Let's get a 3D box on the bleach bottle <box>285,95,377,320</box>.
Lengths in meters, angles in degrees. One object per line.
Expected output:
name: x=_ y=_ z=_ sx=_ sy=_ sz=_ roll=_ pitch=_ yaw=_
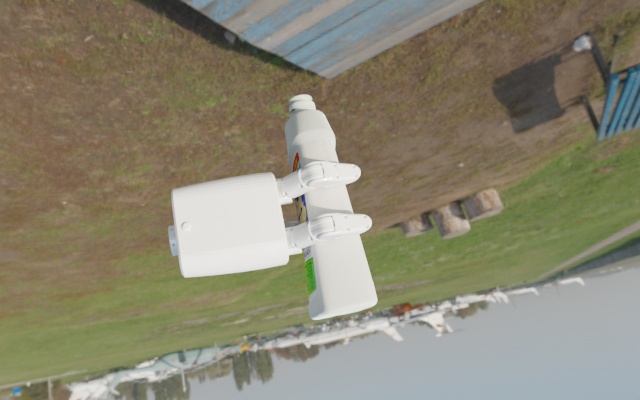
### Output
bleach bottle: x=0.000 y=0.002 z=0.542 sx=0.068 sy=0.250 sz=0.102 roll=-9 pitch=-16 yaw=-12
